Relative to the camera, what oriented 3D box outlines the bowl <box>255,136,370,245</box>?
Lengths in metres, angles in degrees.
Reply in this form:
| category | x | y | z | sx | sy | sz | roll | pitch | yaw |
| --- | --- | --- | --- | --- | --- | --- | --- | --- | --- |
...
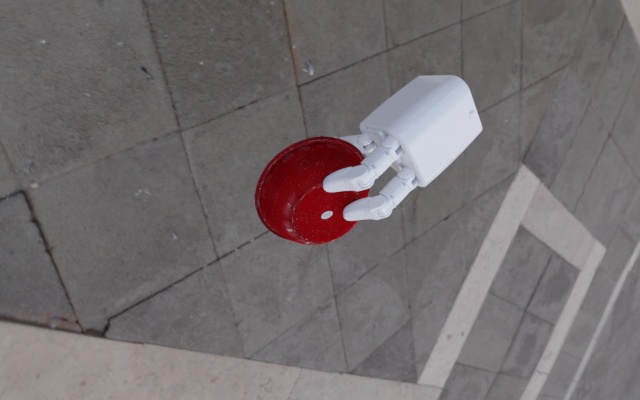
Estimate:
| category | x | y | z | sx | sy | sz | roll | pitch | yaw |
| --- | --- | --- | --- | --- | --- | --- | --- | --- | --- |
| bowl | -0.001 | 0.003 | 0.614 | 0.162 | 0.162 | 0.055 | 0 | 32 | -22 |
